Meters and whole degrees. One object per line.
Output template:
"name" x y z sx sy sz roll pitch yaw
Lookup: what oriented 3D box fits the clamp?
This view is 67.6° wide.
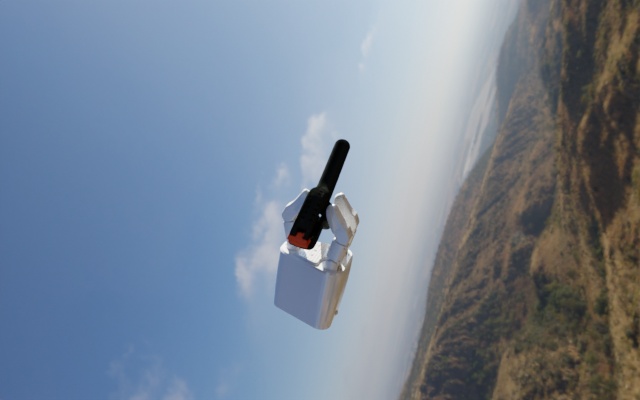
"clamp" -0.001 0.002 0.712 0.036 0.165 0.210 16 22 10
